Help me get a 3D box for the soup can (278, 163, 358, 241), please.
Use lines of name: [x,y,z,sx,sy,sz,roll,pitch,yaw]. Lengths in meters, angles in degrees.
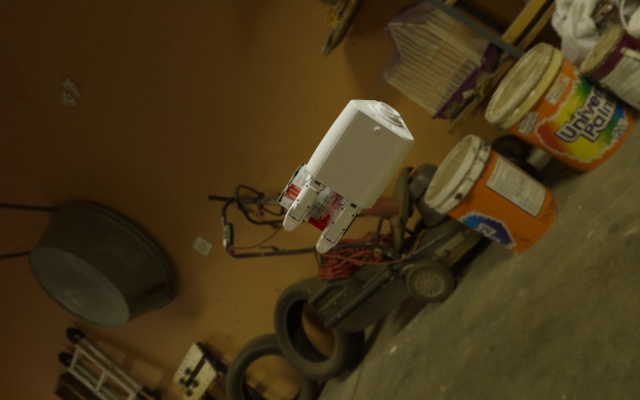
soup can: [0.000,0.002,0.668,0.102,0.068,0.068,33,-1,-1]
